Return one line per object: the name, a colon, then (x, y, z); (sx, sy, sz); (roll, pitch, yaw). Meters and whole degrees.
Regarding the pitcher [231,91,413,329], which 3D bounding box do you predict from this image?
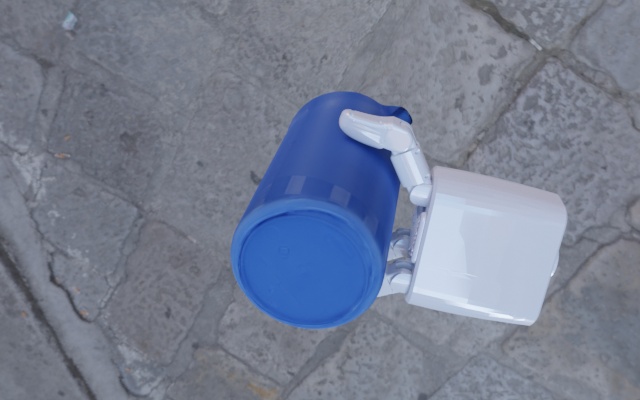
pitcher: (0.000, 0.001, 0.428); (0.145, 0.149, 0.242); (12, 27, 5)
